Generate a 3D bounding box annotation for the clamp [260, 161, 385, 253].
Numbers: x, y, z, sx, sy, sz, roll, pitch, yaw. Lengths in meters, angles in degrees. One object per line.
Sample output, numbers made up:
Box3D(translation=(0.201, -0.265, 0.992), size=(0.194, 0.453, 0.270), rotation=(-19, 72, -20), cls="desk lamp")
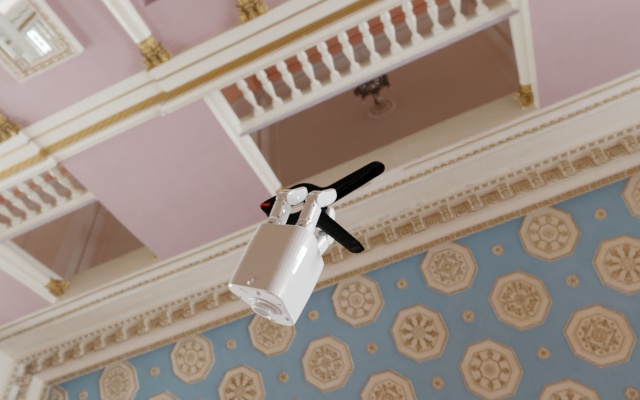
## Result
Box3D(translation=(0.000, 0.003, 0.761), size=(0.210, 0.164, 0.036), rotation=(3, -37, 33), cls="clamp")
